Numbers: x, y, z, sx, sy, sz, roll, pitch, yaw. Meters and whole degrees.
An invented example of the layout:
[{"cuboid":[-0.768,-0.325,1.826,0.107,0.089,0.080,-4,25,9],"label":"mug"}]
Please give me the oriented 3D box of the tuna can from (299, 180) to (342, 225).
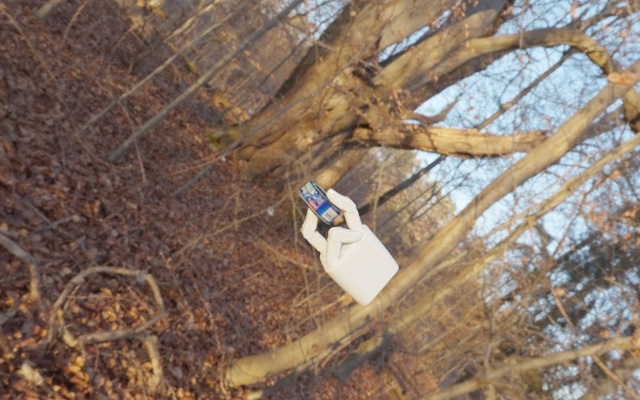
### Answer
[{"cuboid":[0.001,0.002,0.892,0.034,0.086,0.086,-43,-6,6],"label":"tuna can"}]
